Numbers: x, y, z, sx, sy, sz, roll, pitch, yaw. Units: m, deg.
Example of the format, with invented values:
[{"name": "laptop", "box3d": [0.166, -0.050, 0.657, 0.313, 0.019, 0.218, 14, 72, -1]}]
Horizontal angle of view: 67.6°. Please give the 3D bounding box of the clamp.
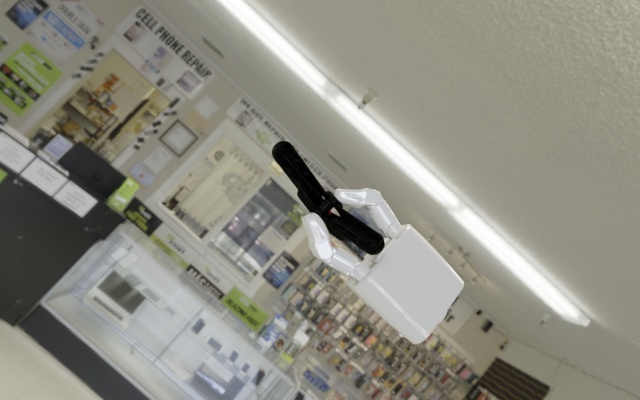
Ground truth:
[{"name": "clamp", "box3d": [0.001, 0.002, 0.606, 0.036, 0.164, 0.210, -43, 1, -7]}]
